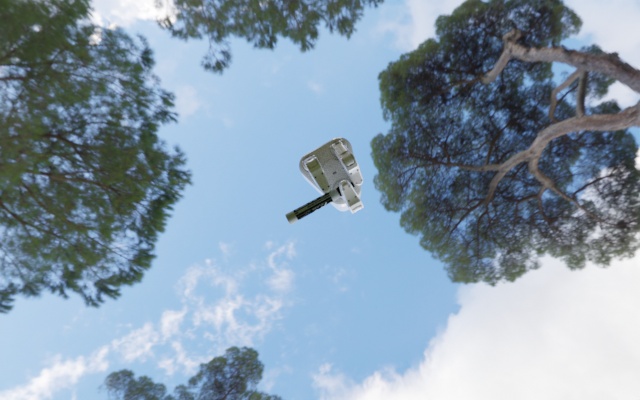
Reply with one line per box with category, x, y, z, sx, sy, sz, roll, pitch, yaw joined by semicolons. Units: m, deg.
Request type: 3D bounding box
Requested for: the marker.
marker;0.000;0.003;0.770;0.121;0.020;0.020;-28;0;0
